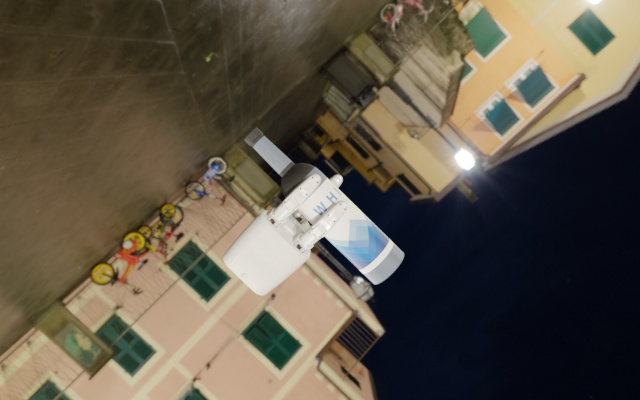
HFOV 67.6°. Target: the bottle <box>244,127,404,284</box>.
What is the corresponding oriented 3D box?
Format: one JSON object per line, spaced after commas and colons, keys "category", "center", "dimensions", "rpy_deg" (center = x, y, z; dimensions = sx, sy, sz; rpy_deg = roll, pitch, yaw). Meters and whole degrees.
{"category": "bottle", "center": [0.000, 0.002, 0.724], "dimensions": [0.296, 0.069, 0.069], "rpy_deg": [44, -4, -4]}
